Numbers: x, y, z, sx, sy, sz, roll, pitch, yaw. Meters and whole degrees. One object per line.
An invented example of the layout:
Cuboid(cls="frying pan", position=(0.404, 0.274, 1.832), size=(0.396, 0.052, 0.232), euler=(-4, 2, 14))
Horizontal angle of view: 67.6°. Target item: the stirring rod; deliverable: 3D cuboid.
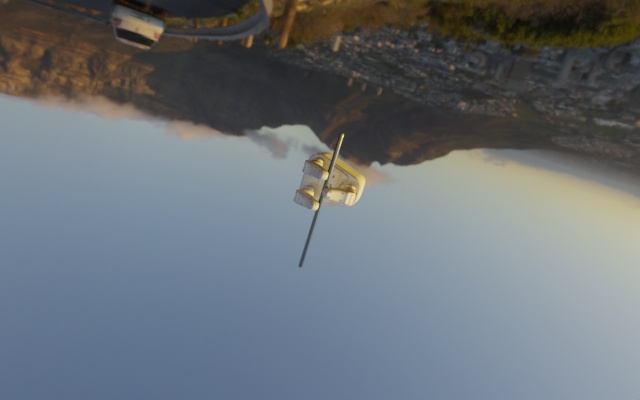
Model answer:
Cuboid(cls="stirring rod", position=(0.000, 0.003, 0.805), size=(0.011, 0.239, 0.011), euler=(17, 12, -4))
